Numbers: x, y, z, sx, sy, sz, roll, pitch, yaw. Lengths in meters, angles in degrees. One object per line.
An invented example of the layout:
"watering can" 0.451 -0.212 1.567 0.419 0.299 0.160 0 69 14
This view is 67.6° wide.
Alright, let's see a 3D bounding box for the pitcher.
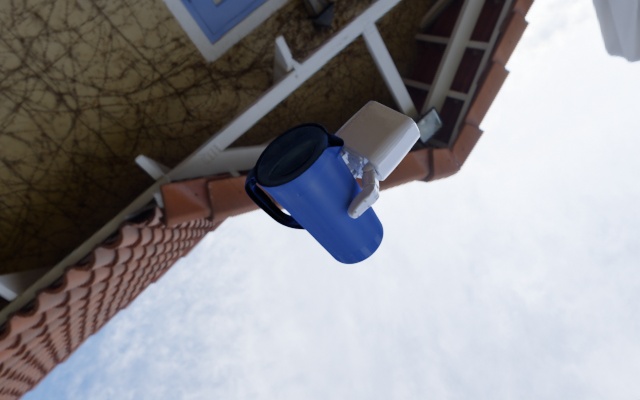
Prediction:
"pitcher" 0.000 0.002 0.798 0.149 0.145 0.243 25 -21 50
